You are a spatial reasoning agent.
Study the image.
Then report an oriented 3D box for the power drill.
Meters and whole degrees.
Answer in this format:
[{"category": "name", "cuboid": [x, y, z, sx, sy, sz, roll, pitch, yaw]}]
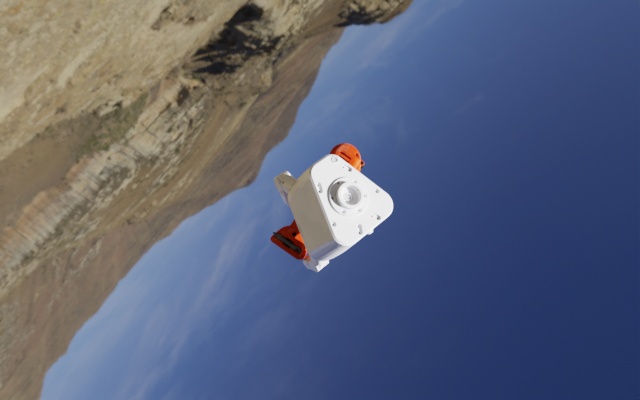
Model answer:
[{"category": "power drill", "cuboid": [0.000, 0.003, 0.757, 0.057, 0.187, 0.184, 32, -3, 7]}]
